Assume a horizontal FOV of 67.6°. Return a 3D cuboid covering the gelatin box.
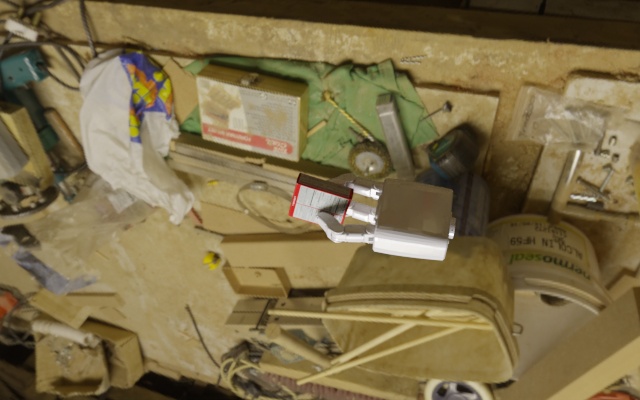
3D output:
[{"bbox_3d":[0.000,0.003,0.747,0.089,0.073,0.030,16,43,-1],"label":"gelatin box"}]
